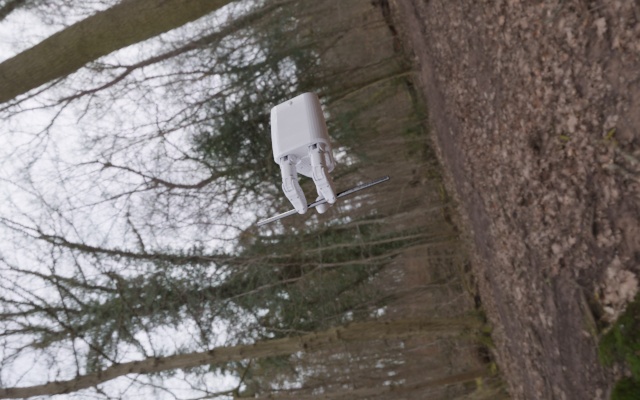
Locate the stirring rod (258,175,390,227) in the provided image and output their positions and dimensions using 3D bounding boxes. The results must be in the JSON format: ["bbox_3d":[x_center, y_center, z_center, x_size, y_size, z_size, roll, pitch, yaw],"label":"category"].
[{"bbox_3d":[0.000,0.003,0.787,0.239,0.011,0.011,-20,-7,19],"label":"stirring rod"}]
